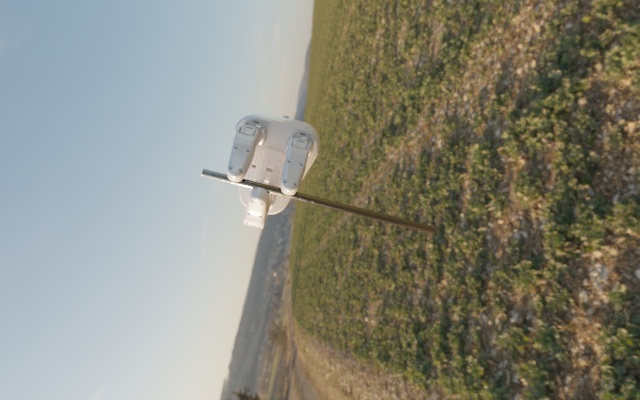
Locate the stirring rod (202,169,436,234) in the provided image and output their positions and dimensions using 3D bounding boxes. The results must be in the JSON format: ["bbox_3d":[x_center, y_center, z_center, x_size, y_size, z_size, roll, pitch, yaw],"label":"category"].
[{"bbox_3d":[0.000,0.002,0.480,0.239,0.011,0.011,14,-1,-4],"label":"stirring rod"}]
